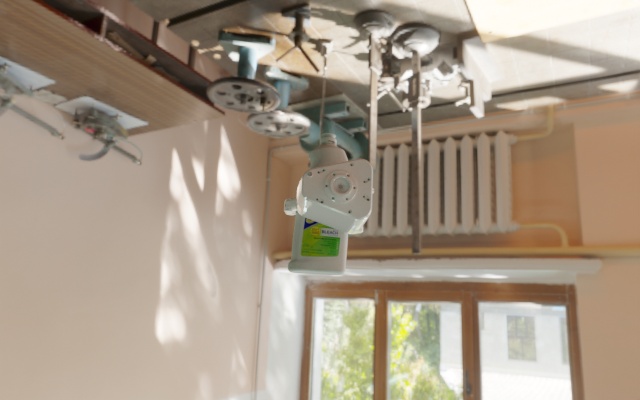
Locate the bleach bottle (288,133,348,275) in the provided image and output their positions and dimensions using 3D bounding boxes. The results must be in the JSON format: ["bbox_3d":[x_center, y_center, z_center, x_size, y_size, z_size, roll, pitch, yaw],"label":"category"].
[{"bbox_3d":[0.000,0.003,0.847,0.102,0.250,0.068,4,-13,-4],"label":"bleach bottle"}]
